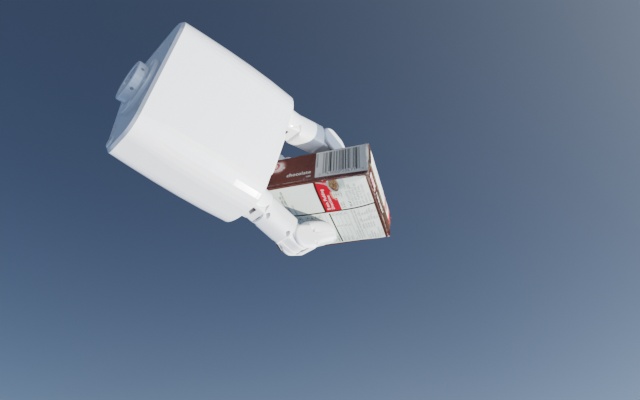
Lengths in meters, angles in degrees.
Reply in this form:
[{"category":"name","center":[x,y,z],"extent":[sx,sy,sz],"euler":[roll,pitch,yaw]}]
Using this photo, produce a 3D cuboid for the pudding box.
[{"category":"pudding box","center":[0.000,0.002,0.434],"extent":[0.113,0.039,0.090],"euler":[-8,-43,16]}]
